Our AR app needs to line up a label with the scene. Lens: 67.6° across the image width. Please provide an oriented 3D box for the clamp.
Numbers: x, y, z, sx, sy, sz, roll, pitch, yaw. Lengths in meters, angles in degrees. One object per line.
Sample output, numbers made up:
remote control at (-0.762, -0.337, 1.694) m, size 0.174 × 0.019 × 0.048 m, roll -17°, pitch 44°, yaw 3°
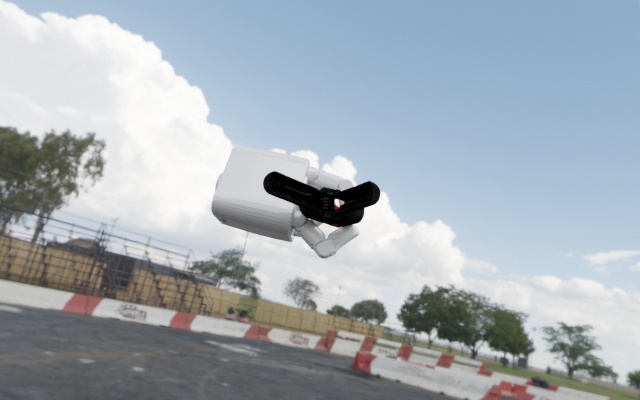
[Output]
clamp at (0.000, 0.001, 0.550) m, size 0.120 × 0.039 × 0.171 m, roll 14°, pitch -14°, yaw 3°
